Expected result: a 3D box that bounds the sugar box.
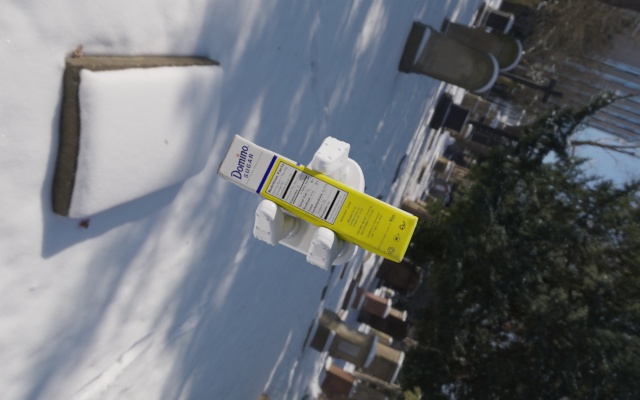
[{"bbox_3d":[0.000,0.002,0.445,0.176,0.048,0.093,23,-4,9],"label":"sugar box"}]
